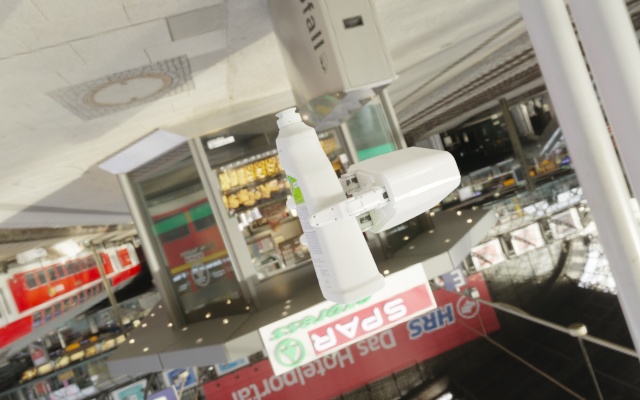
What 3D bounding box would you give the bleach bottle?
[{"bbox_3d":[0.000,0.002,0.614,0.068,0.251,0.102,-20,1,-19],"label":"bleach bottle"}]
